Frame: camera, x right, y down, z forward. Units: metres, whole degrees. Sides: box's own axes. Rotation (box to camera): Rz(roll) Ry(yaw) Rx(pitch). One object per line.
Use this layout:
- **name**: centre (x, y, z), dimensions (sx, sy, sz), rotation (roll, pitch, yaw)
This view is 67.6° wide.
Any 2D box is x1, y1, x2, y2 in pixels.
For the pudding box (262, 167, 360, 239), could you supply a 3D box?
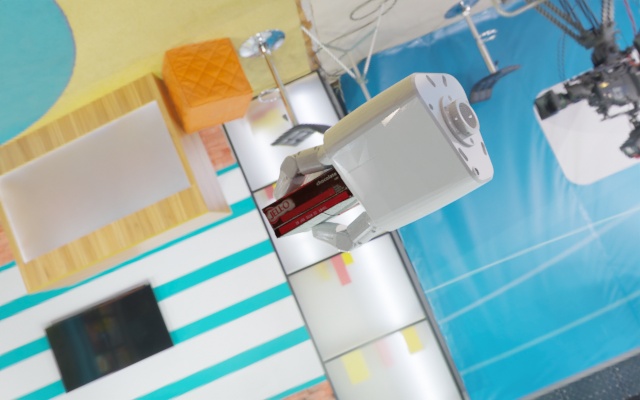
- **pudding box**: centre (0.000, 0.002, 0.506), dimensions (0.090, 0.039, 0.113), rotation (-28, -8, 12)
